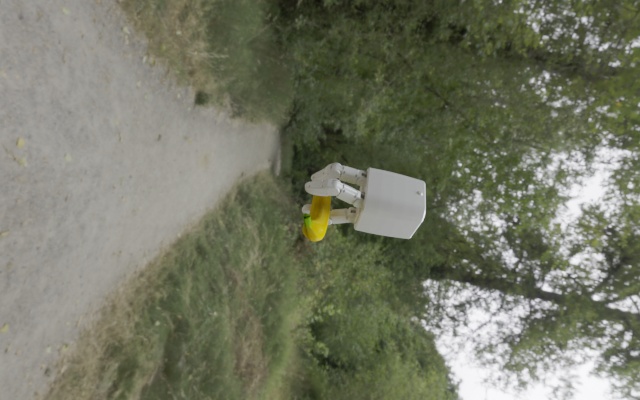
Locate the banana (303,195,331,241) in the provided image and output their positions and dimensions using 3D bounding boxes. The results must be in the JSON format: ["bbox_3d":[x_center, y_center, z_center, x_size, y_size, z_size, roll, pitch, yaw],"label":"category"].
[{"bbox_3d":[-0.003,0.021,0.824,0.037,0.070,0.197,10,21,3],"label":"banana"}]
